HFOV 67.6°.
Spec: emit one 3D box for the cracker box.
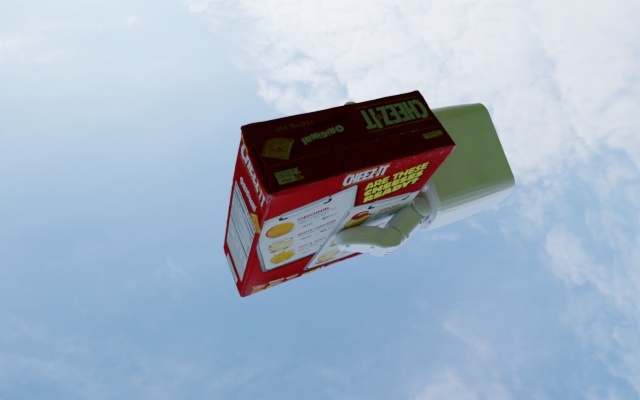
[{"bbox_3d":[0.000,0.002,0.448,0.164,0.072,0.214,-17,-24,-23],"label":"cracker box"}]
